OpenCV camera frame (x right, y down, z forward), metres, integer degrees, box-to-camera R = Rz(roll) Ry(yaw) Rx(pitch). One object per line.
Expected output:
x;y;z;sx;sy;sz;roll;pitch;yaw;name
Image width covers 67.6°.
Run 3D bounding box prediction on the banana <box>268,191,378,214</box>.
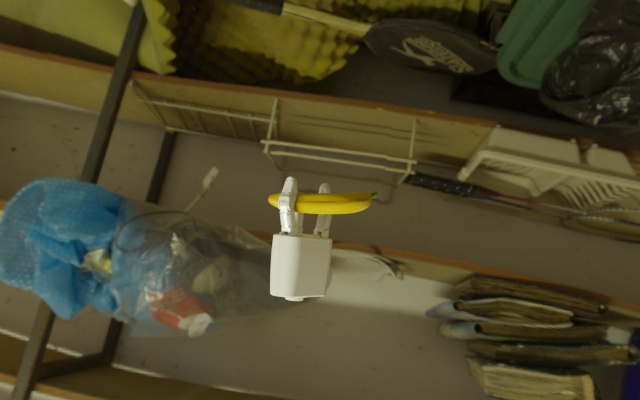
0.003;0.004;0.838;0.198;0.037;0.069;0;4;2;banana
